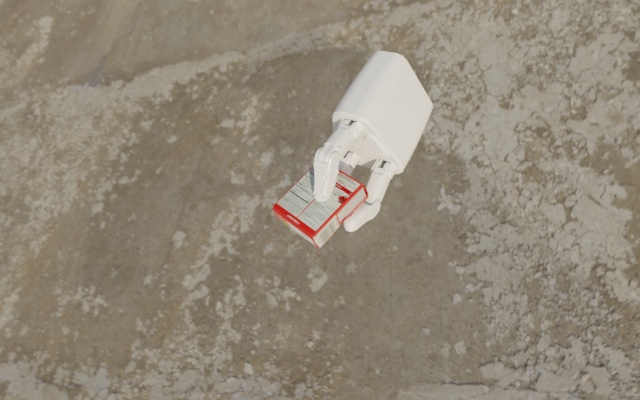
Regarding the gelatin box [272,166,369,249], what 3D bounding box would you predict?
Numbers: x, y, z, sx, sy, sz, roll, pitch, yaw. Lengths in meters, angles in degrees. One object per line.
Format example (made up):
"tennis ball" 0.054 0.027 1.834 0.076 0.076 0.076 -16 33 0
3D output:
"gelatin box" 0.000 0.002 0.560 0.073 0.089 0.030 34 -18 34
